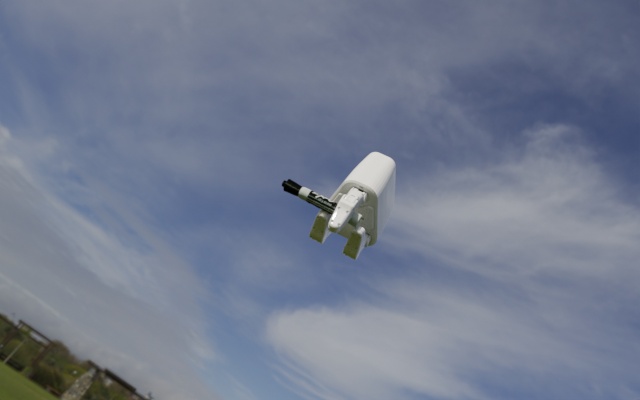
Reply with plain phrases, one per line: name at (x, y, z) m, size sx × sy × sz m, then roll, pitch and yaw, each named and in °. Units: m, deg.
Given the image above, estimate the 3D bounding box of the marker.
marker at (0.000, 0.002, 0.664) m, size 0.121 × 0.020 × 0.020 m, roll 27°, pitch 5°, yaw 11°
